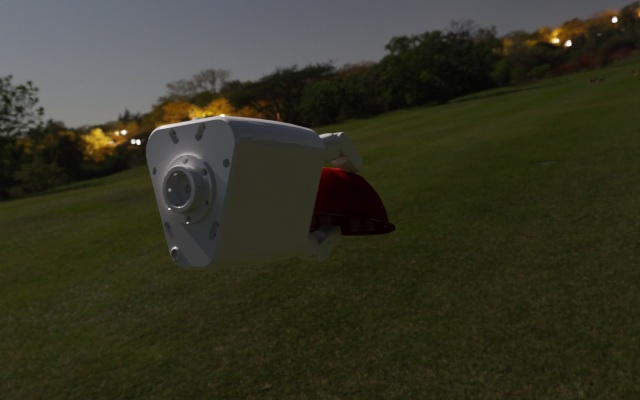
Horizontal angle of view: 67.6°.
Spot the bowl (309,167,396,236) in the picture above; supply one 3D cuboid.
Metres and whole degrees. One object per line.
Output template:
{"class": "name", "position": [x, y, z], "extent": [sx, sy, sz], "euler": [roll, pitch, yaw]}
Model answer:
{"class": "bowl", "position": [0.000, 0.001, 0.513], "extent": [0.162, 0.055, 0.162], "euler": [4, -11, 1]}
